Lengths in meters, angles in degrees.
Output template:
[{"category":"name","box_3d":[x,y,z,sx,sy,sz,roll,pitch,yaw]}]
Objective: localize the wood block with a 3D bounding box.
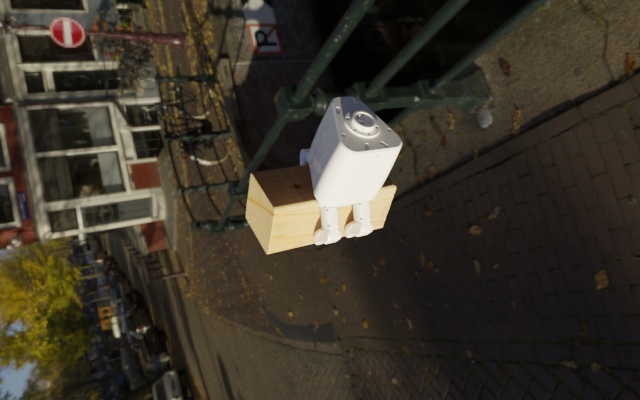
[{"category":"wood block","box_3d":[0.000,0.002,0.738,0.206,0.090,0.090,-10,43,-28]}]
